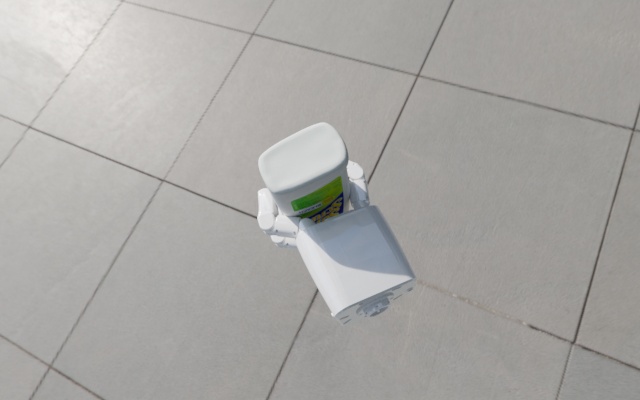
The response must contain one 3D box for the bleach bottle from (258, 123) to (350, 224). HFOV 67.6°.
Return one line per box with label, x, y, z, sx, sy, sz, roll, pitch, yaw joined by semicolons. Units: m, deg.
bleach bottle;0.000;0.002;0.634;0.102;0.068;0.251;-27;-26;-1
